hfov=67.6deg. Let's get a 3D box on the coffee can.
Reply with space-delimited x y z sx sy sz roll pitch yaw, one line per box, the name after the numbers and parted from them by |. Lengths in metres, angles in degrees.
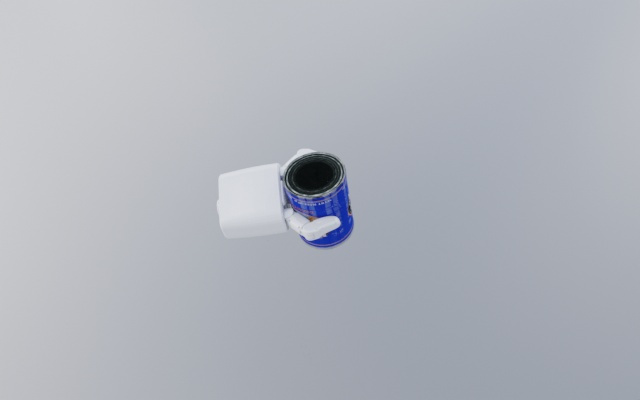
0.000 0.003 0.811 0.103 0.102 0.140 0 -40 11 | coffee can
